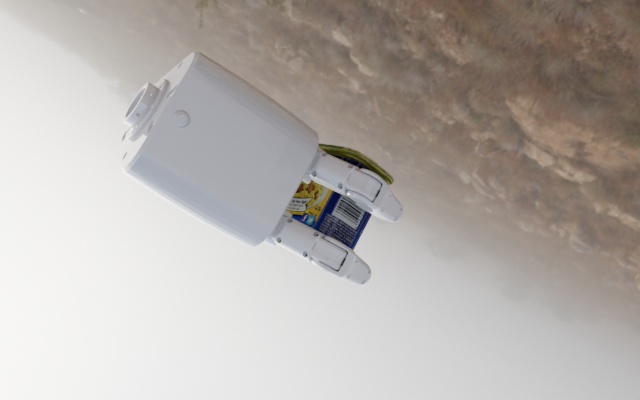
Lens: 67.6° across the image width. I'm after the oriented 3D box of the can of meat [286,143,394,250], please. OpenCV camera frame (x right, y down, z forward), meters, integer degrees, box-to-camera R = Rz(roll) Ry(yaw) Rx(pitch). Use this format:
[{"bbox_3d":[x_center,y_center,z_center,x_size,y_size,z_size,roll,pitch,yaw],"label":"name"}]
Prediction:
[{"bbox_3d":[0.000,0.002,0.408,0.057,0.084,0.102,34,-10,-34],"label":"can of meat"}]
